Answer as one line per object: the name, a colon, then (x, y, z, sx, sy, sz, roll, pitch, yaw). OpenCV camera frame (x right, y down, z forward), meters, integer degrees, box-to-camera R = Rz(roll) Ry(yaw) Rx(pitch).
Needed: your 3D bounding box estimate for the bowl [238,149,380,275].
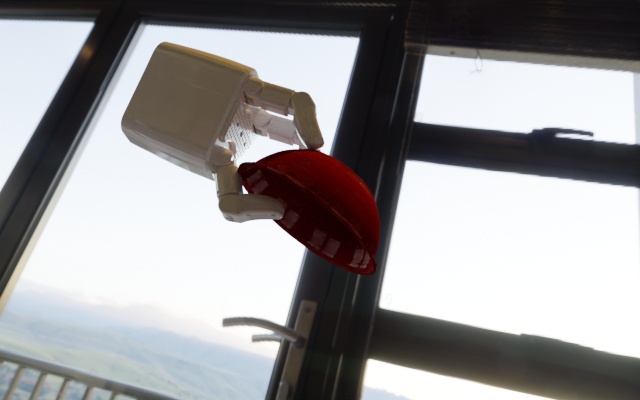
bowl: (0.001, 0.002, 0.458, 0.162, 0.055, 0.162, 34, -19, 13)
